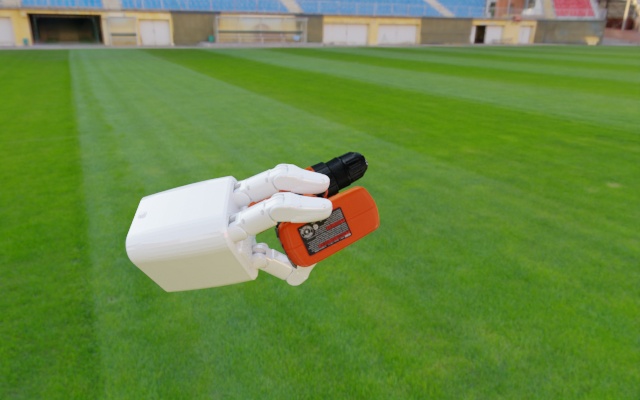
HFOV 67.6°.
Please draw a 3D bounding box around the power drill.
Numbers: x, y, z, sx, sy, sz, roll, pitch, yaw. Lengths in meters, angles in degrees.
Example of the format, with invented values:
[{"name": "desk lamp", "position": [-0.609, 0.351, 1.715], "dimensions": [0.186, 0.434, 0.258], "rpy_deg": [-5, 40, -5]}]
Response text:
[{"name": "power drill", "position": [0.000, 0.002, 0.573], "dimensions": [0.184, 0.057, 0.187], "rpy_deg": [-29, 18, -8]}]
